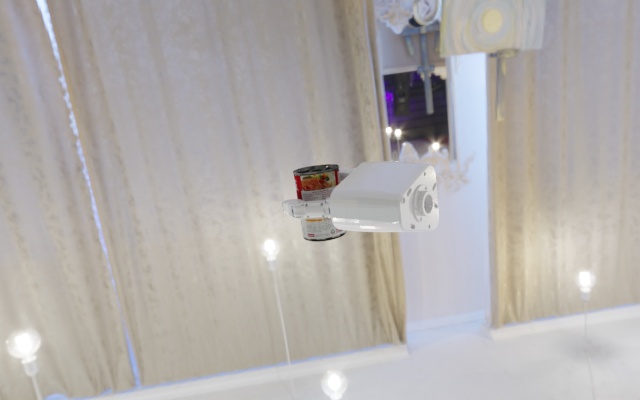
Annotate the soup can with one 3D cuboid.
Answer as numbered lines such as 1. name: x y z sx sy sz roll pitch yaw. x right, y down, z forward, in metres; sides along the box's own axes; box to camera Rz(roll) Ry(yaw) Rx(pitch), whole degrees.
1. soup can: 0.000 0.003 0.705 0.068 0.102 0.068 -8 12 2
